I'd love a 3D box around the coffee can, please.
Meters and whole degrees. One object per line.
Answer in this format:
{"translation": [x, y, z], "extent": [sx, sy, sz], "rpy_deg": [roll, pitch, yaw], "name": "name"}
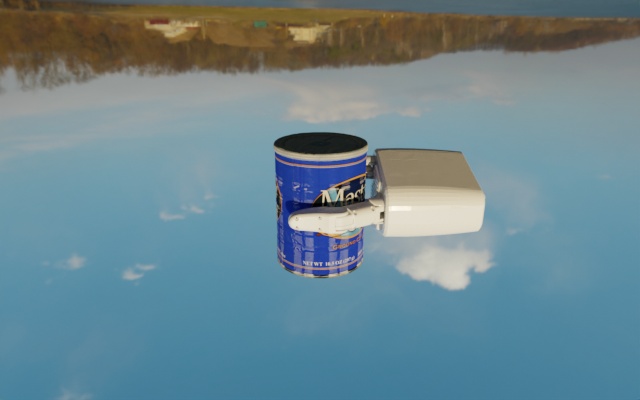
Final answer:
{"translation": [0.000, 0.002, 0.543], "extent": [0.103, 0.140, 0.102], "rpy_deg": [0, 21, 0], "name": "coffee can"}
